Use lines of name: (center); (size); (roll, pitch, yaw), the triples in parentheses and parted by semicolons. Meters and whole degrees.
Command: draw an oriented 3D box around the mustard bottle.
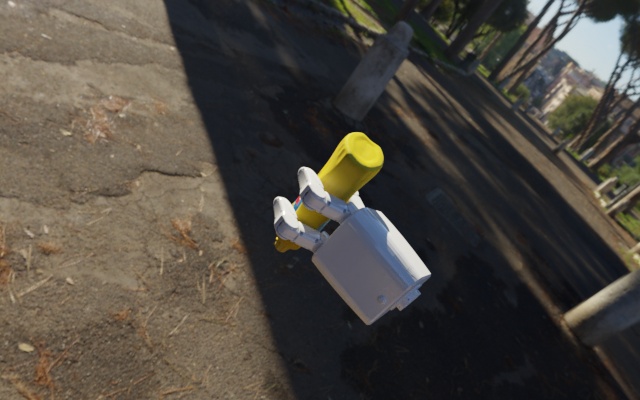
mustard bottle: (0.000, 0.002, 0.618); (0.058, 0.192, 0.096); (39, 28, -4)
